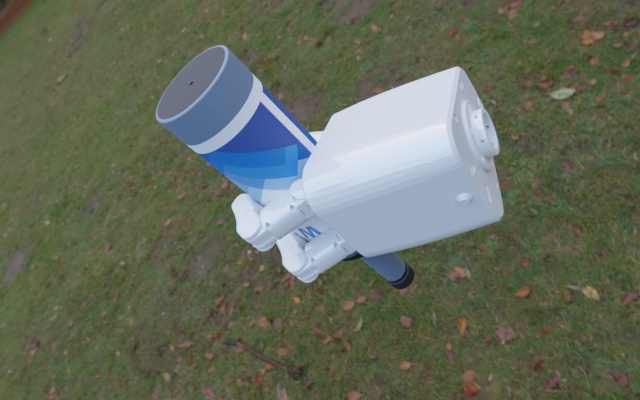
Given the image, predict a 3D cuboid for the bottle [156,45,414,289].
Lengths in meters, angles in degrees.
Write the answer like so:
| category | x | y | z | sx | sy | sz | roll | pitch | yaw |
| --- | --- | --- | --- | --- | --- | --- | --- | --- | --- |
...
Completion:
| category | x | y | z | sx | sy | sz | roll | pitch | yaw |
| --- | --- | --- | --- | --- | --- | --- | --- | --- | --- |
| bottle | 0.000 | 0.001 | 0.403 | 0.069 | 0.069 | 0.296 | 0 | -32 | 43 |
